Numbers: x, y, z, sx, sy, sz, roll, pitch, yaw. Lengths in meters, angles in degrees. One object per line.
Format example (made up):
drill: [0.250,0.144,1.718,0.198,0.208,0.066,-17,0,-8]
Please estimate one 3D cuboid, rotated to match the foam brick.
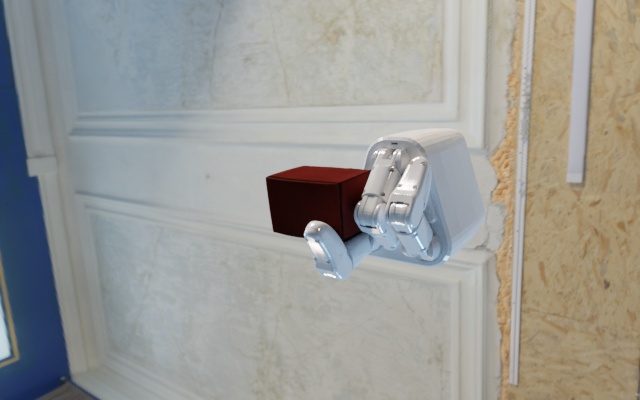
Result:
foam brick: [0.000,0.001,0.415,0.078,0.053,0.051,7,20,35]
